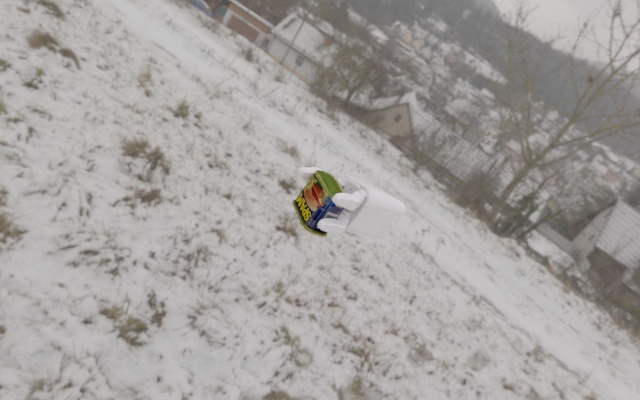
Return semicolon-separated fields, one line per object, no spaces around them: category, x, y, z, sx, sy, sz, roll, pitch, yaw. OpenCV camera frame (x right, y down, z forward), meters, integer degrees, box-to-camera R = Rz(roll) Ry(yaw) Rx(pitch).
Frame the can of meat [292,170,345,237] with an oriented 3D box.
can of meat;0.000;0.003;0.895;0.057;0.084;0.102;20;27;-33
